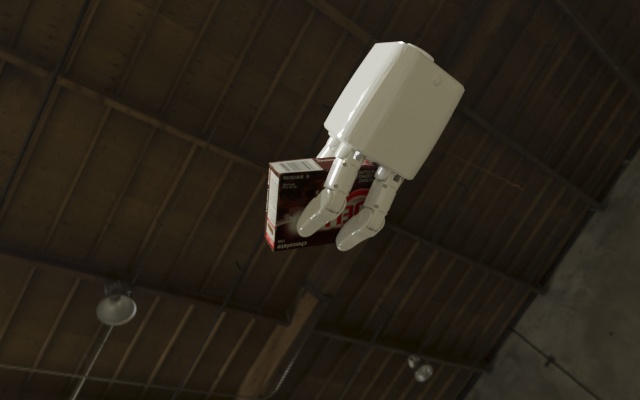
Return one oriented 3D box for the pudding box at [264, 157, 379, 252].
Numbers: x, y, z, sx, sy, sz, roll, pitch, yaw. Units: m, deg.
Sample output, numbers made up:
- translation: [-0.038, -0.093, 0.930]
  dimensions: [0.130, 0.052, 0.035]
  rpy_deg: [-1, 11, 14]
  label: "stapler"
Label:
- translation: [0.000, 0.002, 0.504]
  dimensions: [0.113, 0.090, 0.039]
  rpy_deg: [-5, 28, -22]
  label: "pudding box"
